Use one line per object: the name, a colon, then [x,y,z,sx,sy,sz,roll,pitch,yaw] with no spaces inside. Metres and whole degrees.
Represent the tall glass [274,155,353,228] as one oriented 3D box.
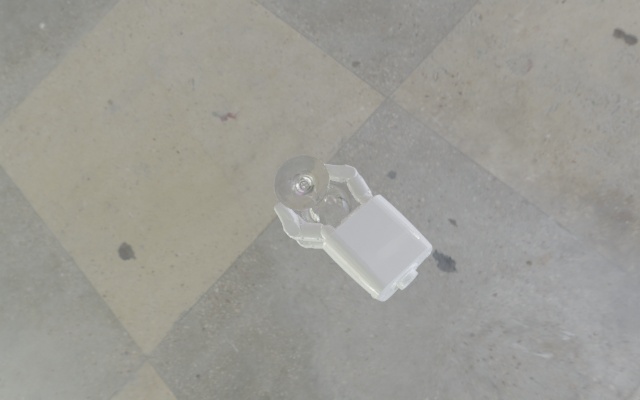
tall glass: [0.000,0.002,0.698,0.079,0.079,0.201,0,-15,15]
